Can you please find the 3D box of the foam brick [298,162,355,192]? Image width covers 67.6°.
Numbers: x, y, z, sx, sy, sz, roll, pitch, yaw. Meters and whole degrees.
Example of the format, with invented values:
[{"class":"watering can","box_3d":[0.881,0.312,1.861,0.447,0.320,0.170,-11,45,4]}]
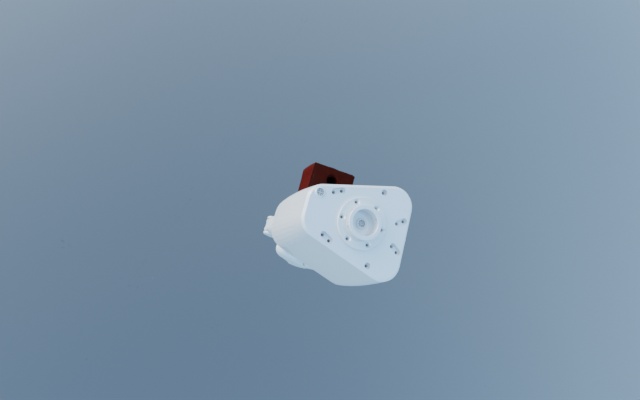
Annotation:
[{"class":"foam brick","box_3d":[0.000,0.002,0.566,0.053,0.078,0.051,19,-14,-15]}]
